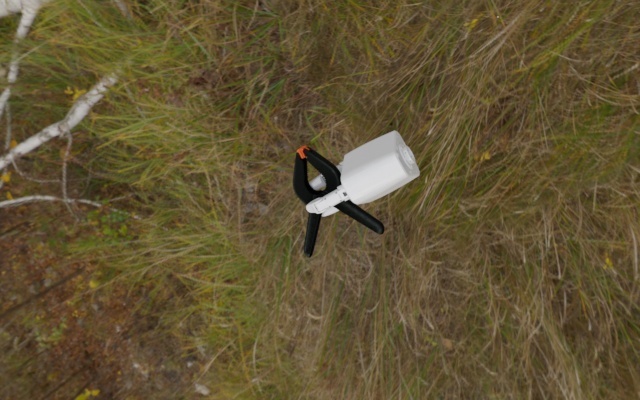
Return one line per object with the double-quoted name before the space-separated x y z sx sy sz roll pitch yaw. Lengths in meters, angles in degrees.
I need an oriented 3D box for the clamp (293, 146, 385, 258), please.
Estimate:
"clamp" 0.000 0.003 0.883 0.164 0.210 0.036 -28 9 21
